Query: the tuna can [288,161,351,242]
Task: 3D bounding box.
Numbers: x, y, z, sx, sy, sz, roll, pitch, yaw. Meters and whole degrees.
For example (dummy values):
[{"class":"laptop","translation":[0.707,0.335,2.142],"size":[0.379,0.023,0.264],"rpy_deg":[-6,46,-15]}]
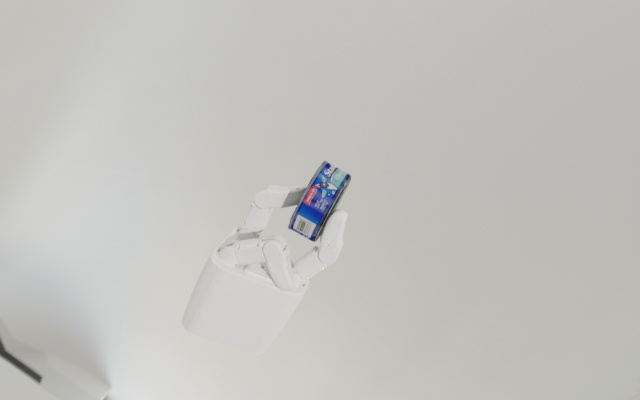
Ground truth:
[{"class":"tuna can","translation":[0.001,0.002,0.524],"size":[0.034,0.086,0.086],"rpy_deg":[29,3,5]}]
